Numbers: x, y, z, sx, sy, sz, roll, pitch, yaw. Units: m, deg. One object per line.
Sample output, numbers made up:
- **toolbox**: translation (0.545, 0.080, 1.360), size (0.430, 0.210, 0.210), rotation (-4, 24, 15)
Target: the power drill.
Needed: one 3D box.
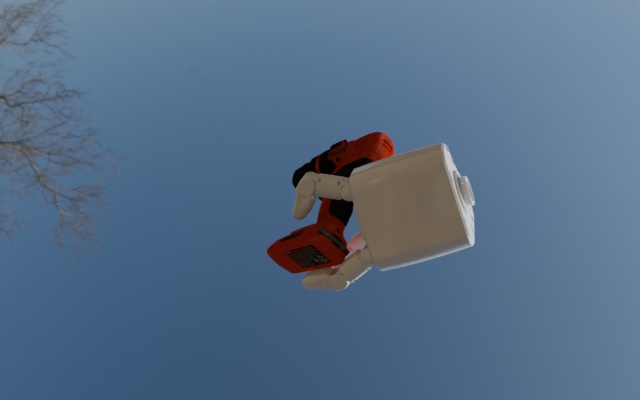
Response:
- **power drill**: translation (0.000, 0.002, 0.627), size (0.057, 0.187, 0.184), rotation (40, -37, -24)
